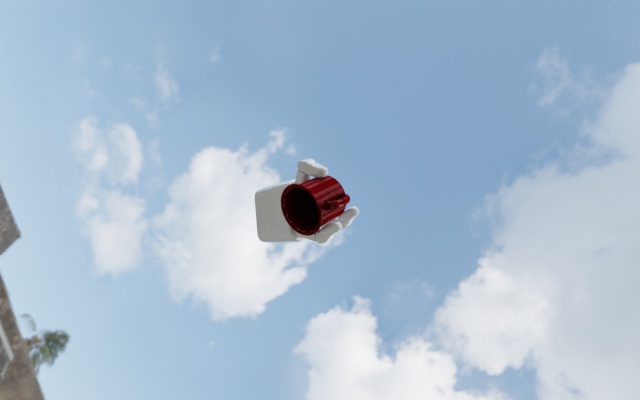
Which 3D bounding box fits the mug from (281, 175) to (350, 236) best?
[{"bbox_3d":[0.001,0.002,0.823,0.117,0.093,0.081,-7,14,44],"label":"mug"}]
